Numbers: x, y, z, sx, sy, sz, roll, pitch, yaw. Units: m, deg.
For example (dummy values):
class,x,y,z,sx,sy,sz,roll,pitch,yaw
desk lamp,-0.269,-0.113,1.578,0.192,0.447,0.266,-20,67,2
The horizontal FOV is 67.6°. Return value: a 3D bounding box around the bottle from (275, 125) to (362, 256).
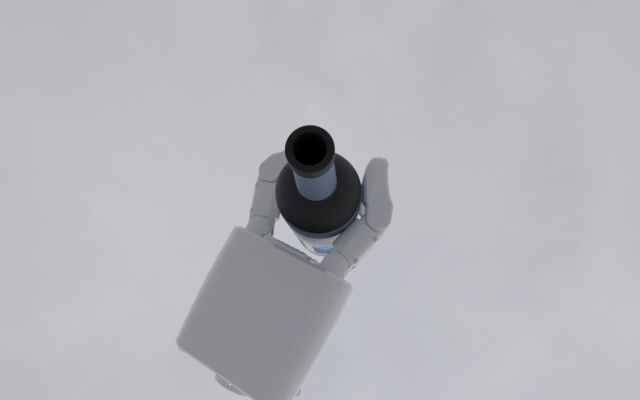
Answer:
class,x,y,z,sx,sy,sz,roll,pitch,yaw
bottle,0.000,0.001,0.401,0.069,0.069,0.296,0,-11,2
